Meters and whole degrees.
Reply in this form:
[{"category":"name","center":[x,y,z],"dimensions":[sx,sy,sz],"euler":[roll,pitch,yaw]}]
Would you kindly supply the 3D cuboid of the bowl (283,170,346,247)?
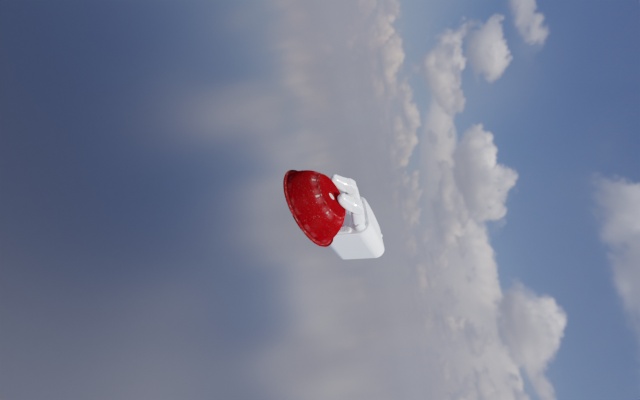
[{"category":"bowl","center":[0.000,0.002,0.891],"dimensions":[0.055,0.162,0.162],"euler":[-28,-12,23]}]
